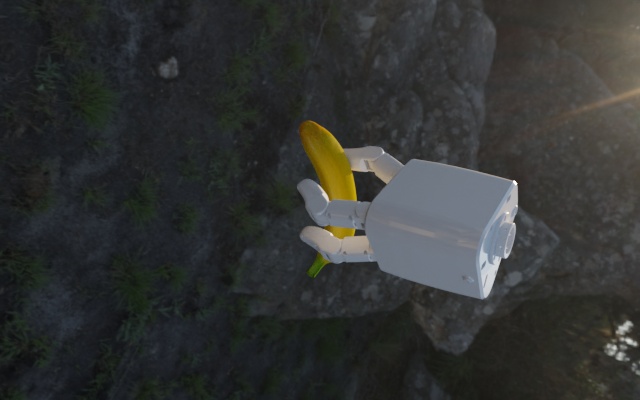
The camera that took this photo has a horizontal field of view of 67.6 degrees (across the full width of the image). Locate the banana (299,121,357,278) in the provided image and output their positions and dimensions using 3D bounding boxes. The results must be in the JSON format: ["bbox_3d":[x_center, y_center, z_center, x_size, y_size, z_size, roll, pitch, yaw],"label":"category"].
[{"bbox_3d":[0.012,-0.003,0.543,0.037,0.198,0.069,20,36,36],"label":"banana"}]
